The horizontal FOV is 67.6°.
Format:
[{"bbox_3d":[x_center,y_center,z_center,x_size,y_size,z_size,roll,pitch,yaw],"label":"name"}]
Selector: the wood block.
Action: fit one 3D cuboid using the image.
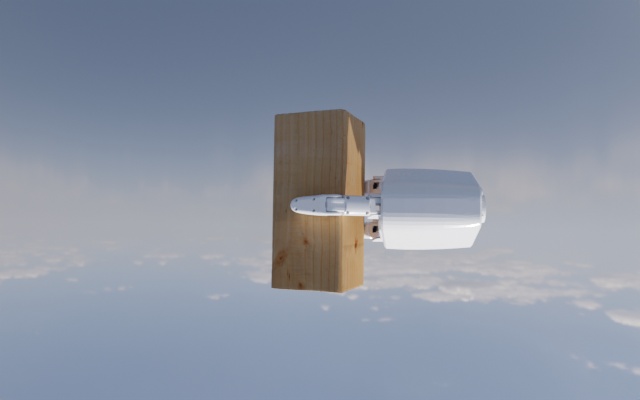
[{"bbox_3d":[0.000,0.002,0.585,0.090,0.206,0.091,0,-3,22],"label":"wood block"}]
